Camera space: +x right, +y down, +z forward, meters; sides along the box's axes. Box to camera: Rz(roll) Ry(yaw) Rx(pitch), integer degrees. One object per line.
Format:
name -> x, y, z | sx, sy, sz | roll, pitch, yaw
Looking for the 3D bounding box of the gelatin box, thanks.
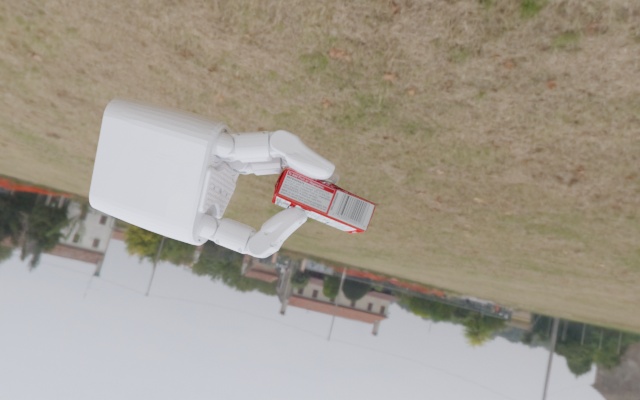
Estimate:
gelatin box -> 0.000, 0.002, 0.446 | 0.089, 0.030, 0.073 | 23, -7, -4
